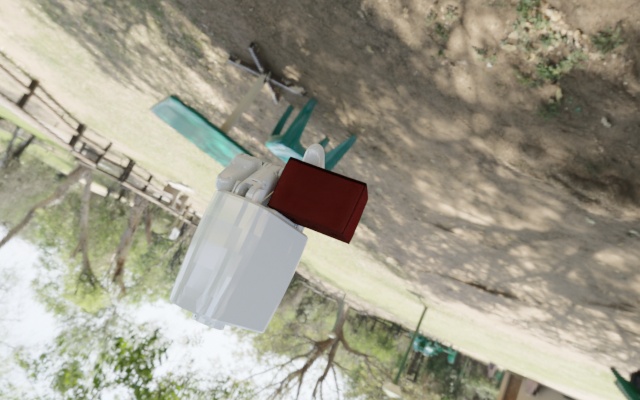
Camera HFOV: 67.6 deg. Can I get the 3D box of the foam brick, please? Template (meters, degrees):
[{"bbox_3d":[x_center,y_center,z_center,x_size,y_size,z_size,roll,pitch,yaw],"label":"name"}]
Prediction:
[{"bbox_3d":[0.000,0.001,0.450,0.078,0.051,0.053,20,-12,15],"label":"foam brick"}]
